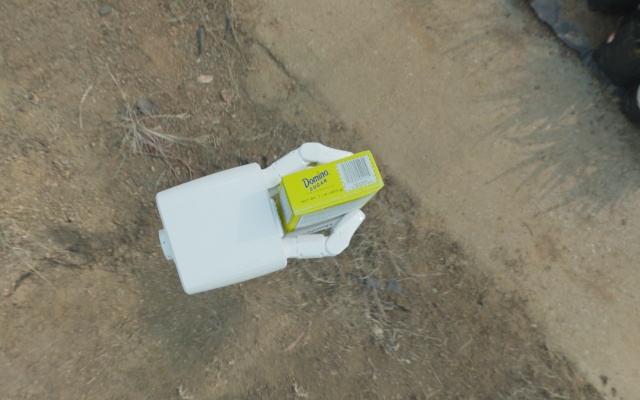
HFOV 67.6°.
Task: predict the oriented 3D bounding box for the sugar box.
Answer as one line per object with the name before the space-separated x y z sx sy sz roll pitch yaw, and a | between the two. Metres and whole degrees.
sugar box | 0.000 0.001 0.528 0.093 0.048 0.176 -17 -8 -12
